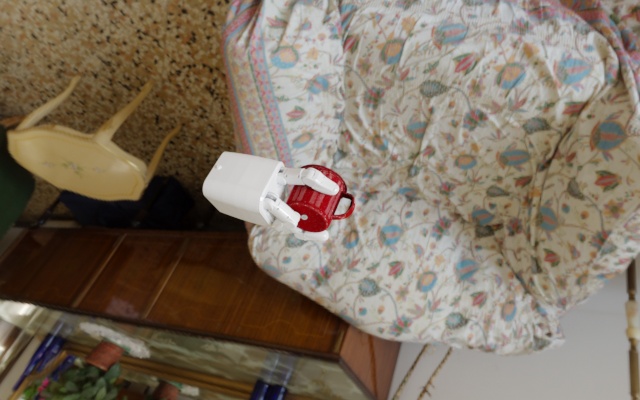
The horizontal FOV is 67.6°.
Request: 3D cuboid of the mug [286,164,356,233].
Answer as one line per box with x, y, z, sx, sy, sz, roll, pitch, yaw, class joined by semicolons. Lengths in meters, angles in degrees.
0.001;0.003;0.799;0.117;0.081;0.093;14;-35;15;mug
